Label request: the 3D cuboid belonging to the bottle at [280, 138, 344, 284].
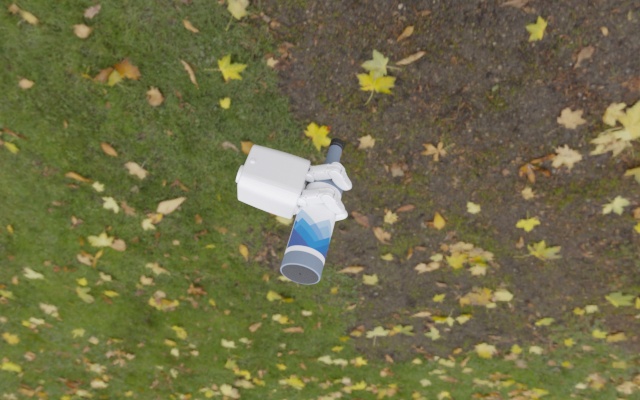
[{"bbox_3d":[0.000,0.003,0.848,0.069,0.295,0.069,10,-36,8],"label":"bottle"}]
